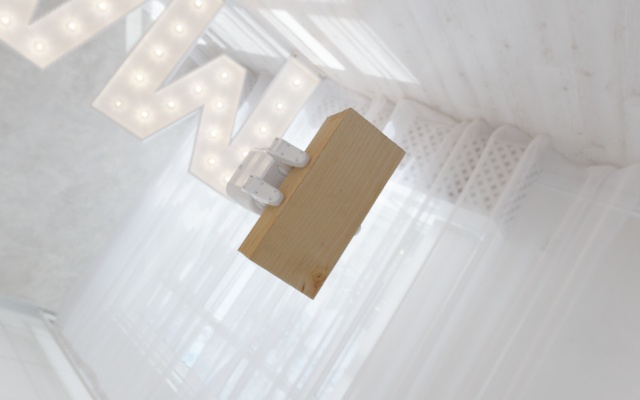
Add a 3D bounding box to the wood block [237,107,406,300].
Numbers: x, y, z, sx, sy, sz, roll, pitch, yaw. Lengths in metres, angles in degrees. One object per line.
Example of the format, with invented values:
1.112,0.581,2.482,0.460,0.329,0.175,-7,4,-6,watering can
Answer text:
0.000,0.002,0.579,0.091,0.206,0.090,36,-10,-16,wood block
